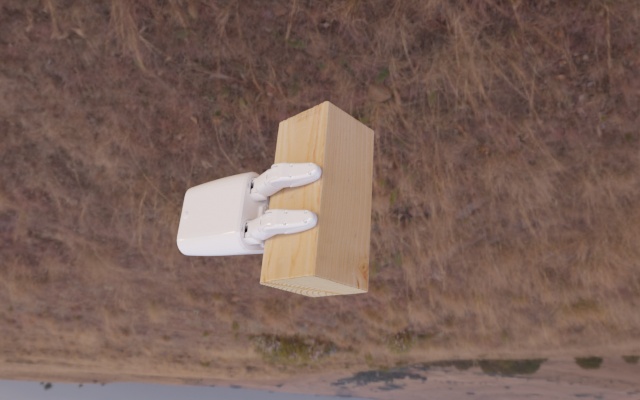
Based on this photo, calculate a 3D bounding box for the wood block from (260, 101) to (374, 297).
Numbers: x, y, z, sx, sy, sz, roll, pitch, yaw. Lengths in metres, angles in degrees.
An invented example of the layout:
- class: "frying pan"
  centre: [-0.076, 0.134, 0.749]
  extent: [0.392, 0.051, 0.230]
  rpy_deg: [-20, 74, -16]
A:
- class: "wood block"
  centre: [0.000, 0.002, 0.570]
  extent: [0.090, 0.206, 0.091]
  rpy_deg: [-16, -29, 41]
